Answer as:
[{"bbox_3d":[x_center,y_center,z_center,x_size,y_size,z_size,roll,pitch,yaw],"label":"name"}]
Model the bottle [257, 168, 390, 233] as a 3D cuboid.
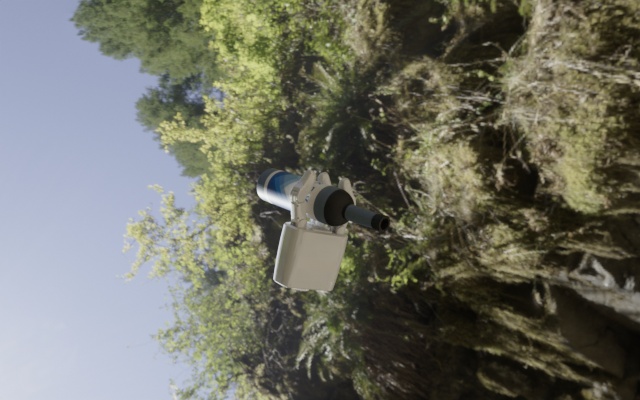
[{"bbox_3d":[0.000,0.003,0.836,0.069,0.069,0.295,0,13,-44],"label":"bottle"}]
